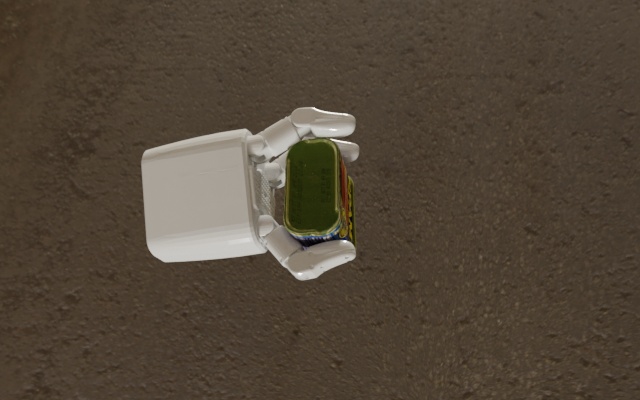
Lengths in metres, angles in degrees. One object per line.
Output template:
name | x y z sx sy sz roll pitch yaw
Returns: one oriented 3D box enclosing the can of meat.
can of meat | 0.000 0.001 0.463 0.057 0.102 0.084 -5 -24 11
